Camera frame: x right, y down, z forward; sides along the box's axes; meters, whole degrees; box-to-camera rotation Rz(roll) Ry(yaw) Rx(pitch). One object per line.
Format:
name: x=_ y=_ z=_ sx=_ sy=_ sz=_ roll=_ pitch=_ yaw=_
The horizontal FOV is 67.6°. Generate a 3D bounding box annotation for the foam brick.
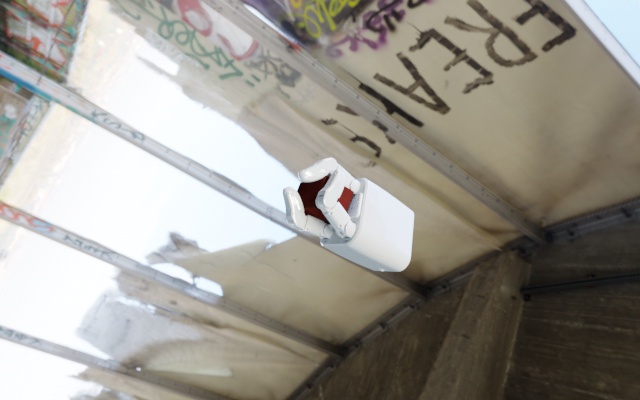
foam brick: x=0.000 y=0.002 z=0.701 sx=0.051 sy=0.053 sz=0.078 roll=30 pitch=-20 yaw=-26
